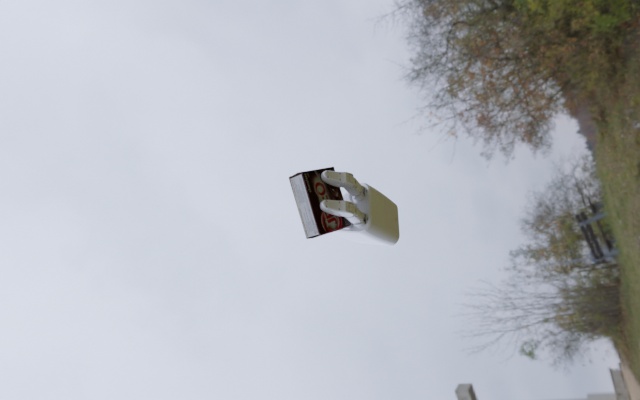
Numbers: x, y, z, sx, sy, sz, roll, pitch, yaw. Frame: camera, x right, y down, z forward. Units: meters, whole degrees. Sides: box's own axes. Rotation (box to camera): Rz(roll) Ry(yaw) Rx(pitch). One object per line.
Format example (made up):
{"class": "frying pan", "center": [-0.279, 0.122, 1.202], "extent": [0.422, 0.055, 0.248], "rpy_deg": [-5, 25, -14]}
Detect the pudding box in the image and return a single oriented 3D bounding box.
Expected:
{"class": "pudding box", "center": [0.000, 0.003, 0.828], "extent": [0.039, 0.113, 0.090], "rpy_deg": [-21, -4, 39]}
